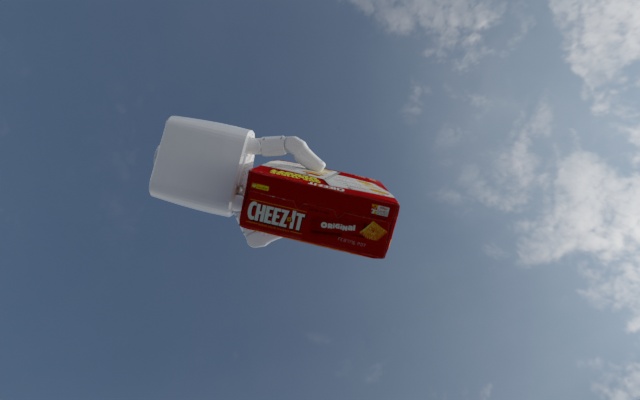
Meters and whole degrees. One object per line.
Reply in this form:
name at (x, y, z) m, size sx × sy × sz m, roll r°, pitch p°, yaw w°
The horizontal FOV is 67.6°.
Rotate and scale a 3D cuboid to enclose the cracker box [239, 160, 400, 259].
cracker box at (0.000, 0.002, 0.604) m, size 0.164 × 0.072 × 0.213 m, roll 12°, pitch 9°, yaw 0°
